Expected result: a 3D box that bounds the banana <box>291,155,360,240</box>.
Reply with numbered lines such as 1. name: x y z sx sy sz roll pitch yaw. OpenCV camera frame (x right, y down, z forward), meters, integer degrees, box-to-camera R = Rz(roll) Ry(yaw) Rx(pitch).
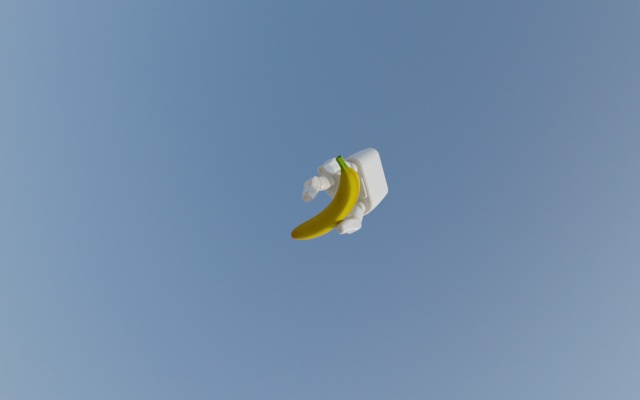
1. banana: 0.017 0.011 0.838 0.069 0.198 0.037 34 32 4
